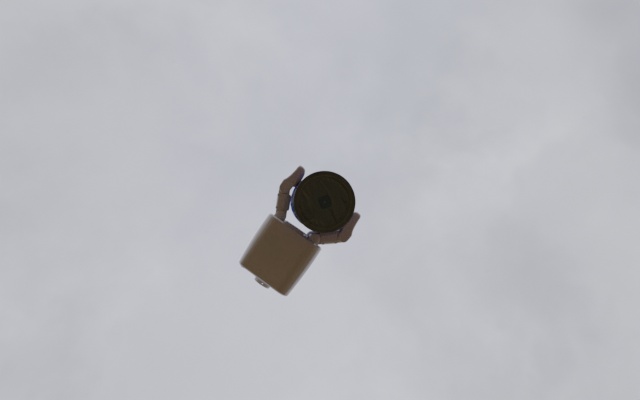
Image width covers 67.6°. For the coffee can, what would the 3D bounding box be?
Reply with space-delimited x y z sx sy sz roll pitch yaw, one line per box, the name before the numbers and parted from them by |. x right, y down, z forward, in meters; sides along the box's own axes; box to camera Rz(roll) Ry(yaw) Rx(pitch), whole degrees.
coffee can | 0.000 0.003 0.848 0.103 0.103 0.140 0 0 -6
